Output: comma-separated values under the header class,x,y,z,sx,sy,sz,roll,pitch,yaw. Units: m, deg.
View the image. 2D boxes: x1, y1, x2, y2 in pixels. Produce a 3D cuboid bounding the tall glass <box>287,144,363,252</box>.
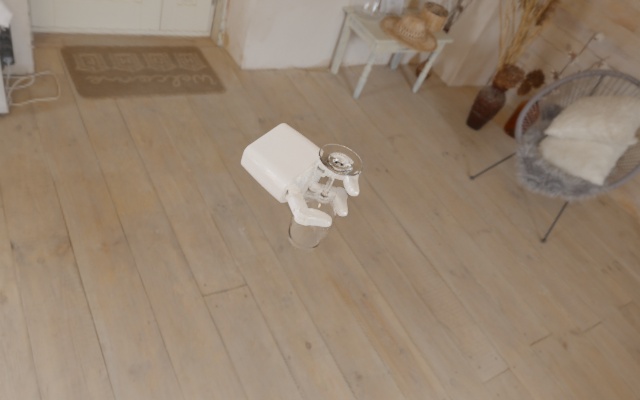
class,x,y,z,sx,sy,sz,roll,pitch,yaw
tall glass,0.000,0.002,0.818,0.079,0.079,0.201,0,-43,-26
